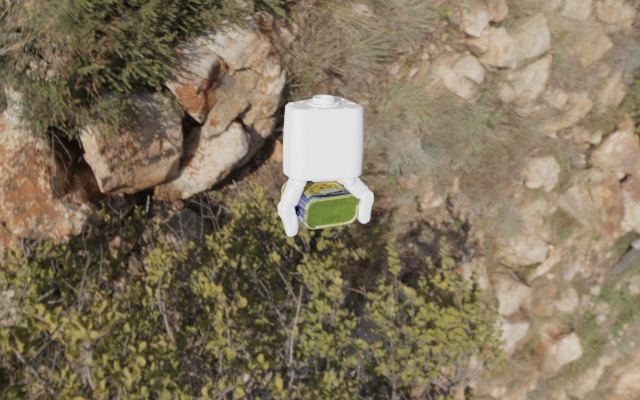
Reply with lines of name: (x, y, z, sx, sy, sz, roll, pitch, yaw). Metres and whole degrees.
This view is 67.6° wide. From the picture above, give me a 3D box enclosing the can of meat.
can of meat: (0.000, 0.003, 0.768, 0.102, 0.057, 0.084, -8, 25, -28)
